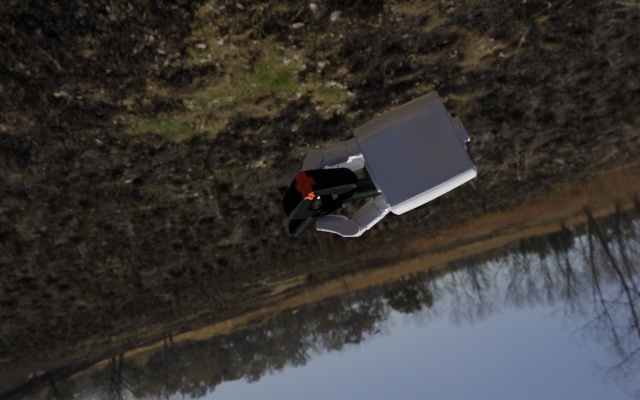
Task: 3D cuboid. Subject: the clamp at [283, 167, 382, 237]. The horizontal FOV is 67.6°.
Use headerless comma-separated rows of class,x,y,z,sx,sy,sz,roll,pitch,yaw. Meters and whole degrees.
clamp,0.000,0.003,0.597,0.164,0.036,0.210,-29,-14,16
